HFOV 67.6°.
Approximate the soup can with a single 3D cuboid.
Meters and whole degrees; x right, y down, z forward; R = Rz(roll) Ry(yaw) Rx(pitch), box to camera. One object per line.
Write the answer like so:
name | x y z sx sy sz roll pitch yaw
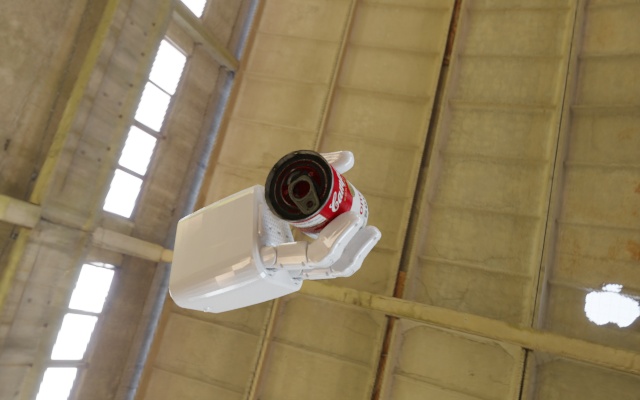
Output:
soup can | 0.001 0.001 0.465 0.068 0.068 0.102 0 -18 25
